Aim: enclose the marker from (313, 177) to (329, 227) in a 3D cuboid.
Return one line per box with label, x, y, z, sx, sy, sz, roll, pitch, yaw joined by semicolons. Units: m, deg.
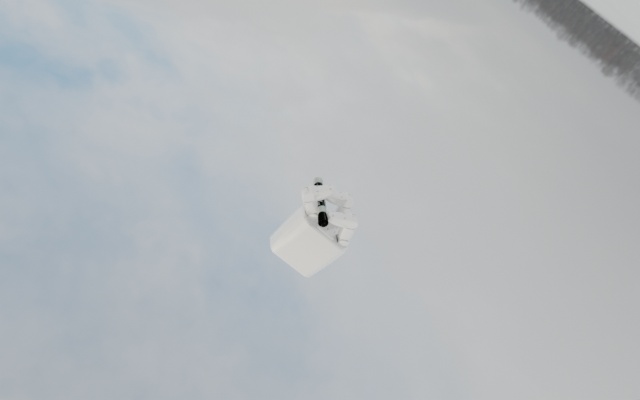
marker;0.000;0.003;0.869;0.020;0.020;0.121;0;43;-7
